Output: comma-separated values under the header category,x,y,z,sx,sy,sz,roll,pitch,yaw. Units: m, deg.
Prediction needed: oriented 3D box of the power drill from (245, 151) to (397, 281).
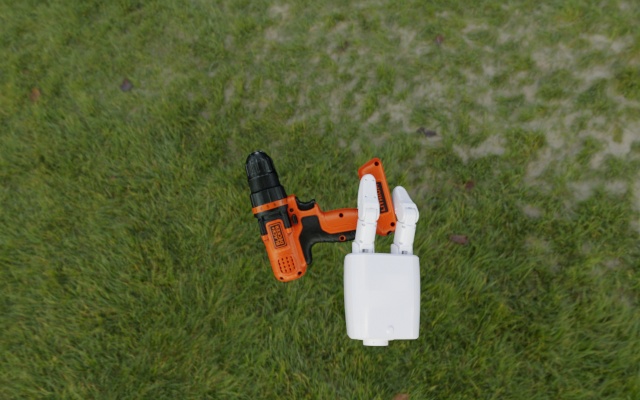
category,x,y,z,sx,sy,sz,roll,pitch,yaw
power drill,0.001,0.002,0.659,0.187,0.184,0.057,-16,3,3
